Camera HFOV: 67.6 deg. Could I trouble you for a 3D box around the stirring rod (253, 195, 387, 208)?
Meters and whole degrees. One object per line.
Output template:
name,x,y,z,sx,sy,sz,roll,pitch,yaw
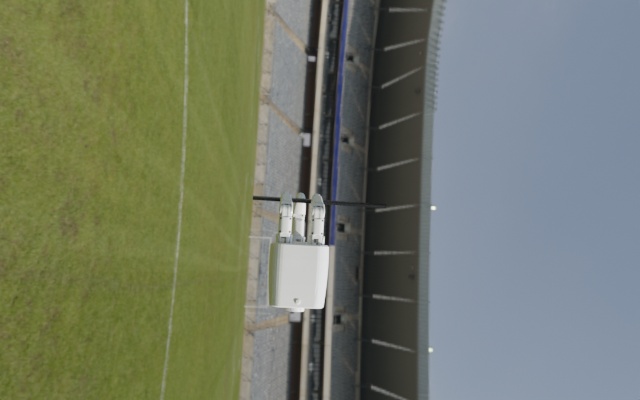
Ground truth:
stirring rod,0.000,0.003,0.855,0.239,0.011,0.011,4,-1,-6
